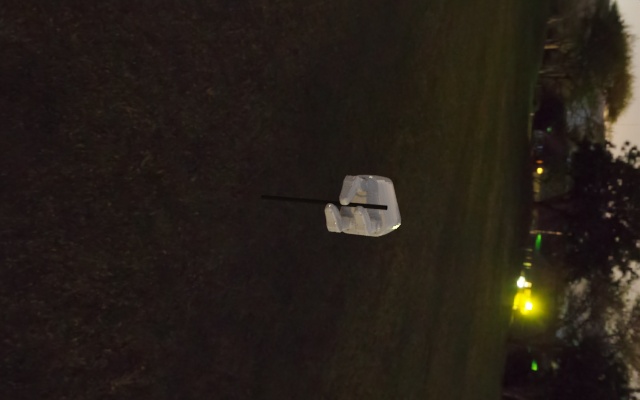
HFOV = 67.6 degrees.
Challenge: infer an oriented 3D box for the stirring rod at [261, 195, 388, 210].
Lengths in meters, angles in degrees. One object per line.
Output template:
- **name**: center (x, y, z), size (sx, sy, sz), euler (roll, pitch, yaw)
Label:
- **stirring rod**: center (0.000, 0.003, 0.828), size (0.239, 0.011, 0.011), euler (5, 2, 26)
